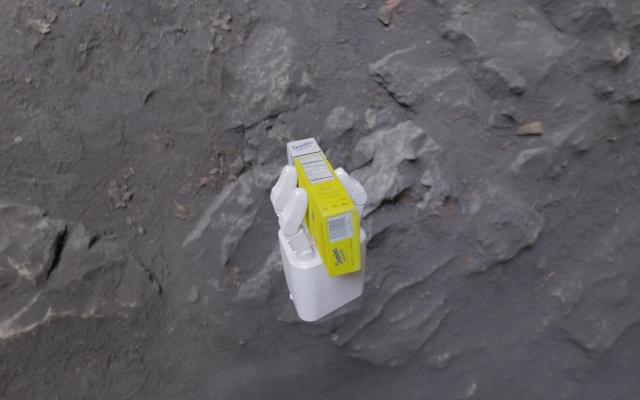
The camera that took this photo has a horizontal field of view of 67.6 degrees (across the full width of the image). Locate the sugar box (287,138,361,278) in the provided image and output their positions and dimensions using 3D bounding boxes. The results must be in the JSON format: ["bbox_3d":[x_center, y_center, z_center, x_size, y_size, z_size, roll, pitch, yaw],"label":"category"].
[{"bbox_3d":[0.000,0.002,0.596,0.048,0.093,0.176,-14,35,-13],"label":"sugar box"}]
